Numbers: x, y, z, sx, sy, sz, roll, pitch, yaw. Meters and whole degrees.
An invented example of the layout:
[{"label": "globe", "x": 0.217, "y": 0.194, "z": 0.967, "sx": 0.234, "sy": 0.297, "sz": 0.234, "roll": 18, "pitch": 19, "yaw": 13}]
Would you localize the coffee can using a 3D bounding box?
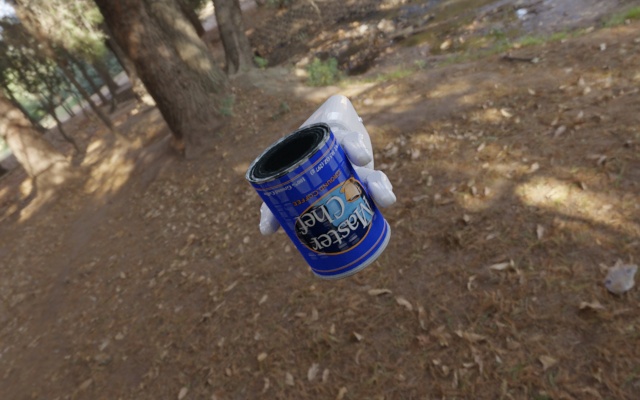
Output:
[{"label": "coffee can", "x": 0.000, "y": 0.002, "z": 0.521, "sx": 0.103, "sy": 0.140, "sz": 0.102, "roll": -27, "pitch": 26, "yaw": 14}]
